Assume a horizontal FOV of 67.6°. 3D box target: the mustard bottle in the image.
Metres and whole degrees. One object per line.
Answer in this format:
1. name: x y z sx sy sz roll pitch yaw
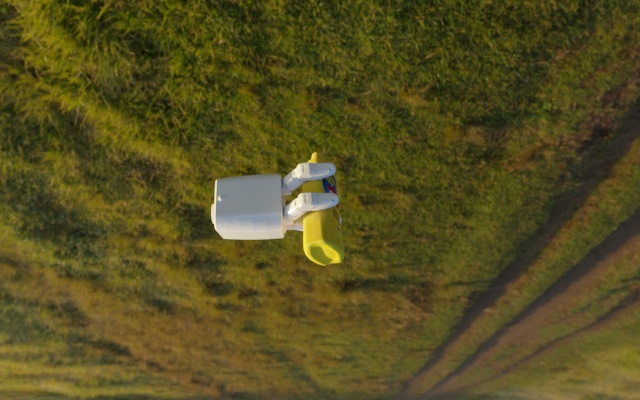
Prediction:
1. mustard bottle: 0.000 0.003 0.784 0.058 0.191 0.096 -14 -32 16
